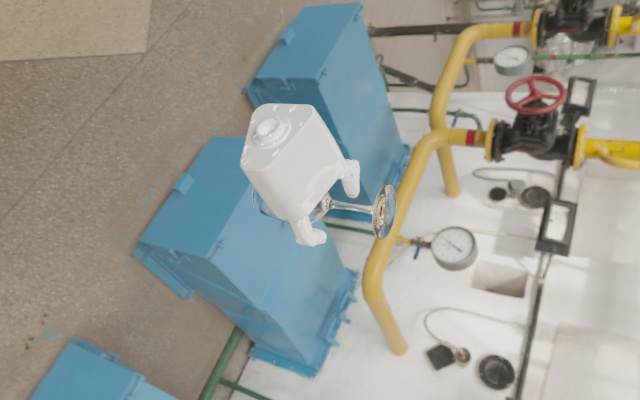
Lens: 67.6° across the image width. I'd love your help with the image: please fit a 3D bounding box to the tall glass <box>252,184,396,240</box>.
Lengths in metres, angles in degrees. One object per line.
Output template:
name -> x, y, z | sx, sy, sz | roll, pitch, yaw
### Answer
tall glass -> 0.001, 0.002, 0.677 | 0.201, 0.079, 0.079 | 8, 4, 30
